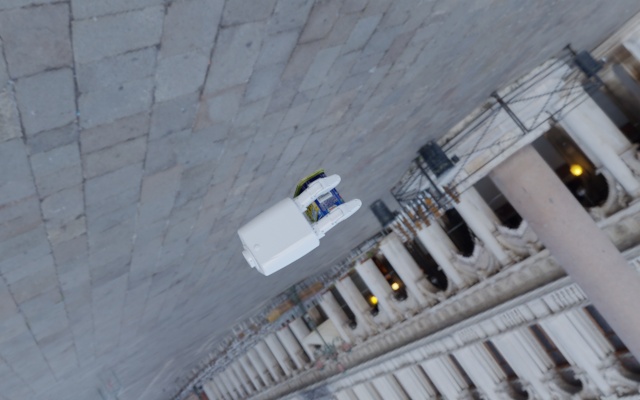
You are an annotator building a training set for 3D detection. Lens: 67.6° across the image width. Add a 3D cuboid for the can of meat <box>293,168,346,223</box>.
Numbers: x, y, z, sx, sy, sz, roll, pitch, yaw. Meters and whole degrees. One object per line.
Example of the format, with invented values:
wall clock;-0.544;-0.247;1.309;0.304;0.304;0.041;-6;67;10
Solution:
can of meat;0.000;0.003;0.864;0.057;0.084;0.102;-31;-12;-19
